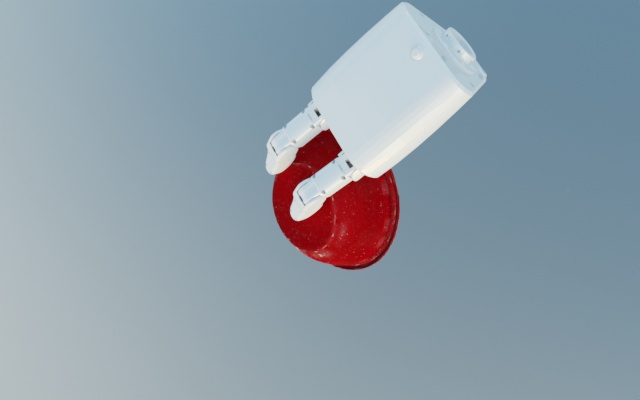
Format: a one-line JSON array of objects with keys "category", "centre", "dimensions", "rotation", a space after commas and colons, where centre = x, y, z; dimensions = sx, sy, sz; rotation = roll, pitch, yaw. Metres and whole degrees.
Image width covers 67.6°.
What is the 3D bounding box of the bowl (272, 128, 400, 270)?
[{"category": "bowl", "centre": [-0.001, 0.003, 0.492], "dimensions": [0.162, 0.162, 0.055], "rotation": [0, 12, 46]}]
